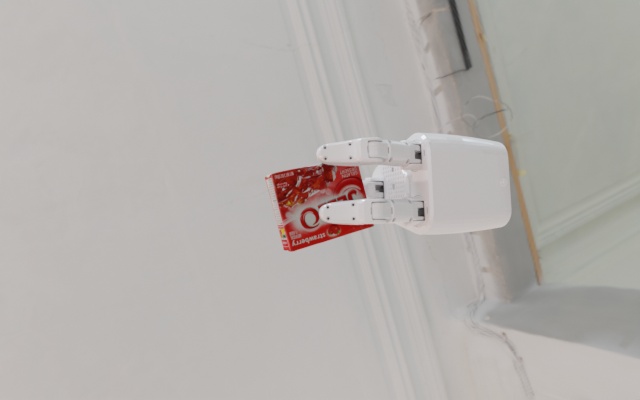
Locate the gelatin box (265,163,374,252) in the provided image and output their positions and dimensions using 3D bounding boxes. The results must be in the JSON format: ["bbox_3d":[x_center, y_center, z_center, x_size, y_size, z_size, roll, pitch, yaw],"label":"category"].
[{"bbox_3d":[0.000,0.002,0.453,0.089,0.073,0.030,-15,2,-20],"label":"gelatin box"}]
